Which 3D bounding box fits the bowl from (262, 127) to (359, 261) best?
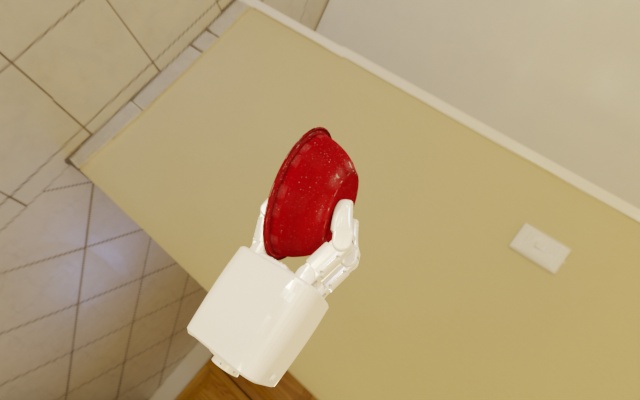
[{"bbox_3d":[0.001,0.001,0.541,0.055,0.162,0.162,20,7,19],"label":"bowl"}]
